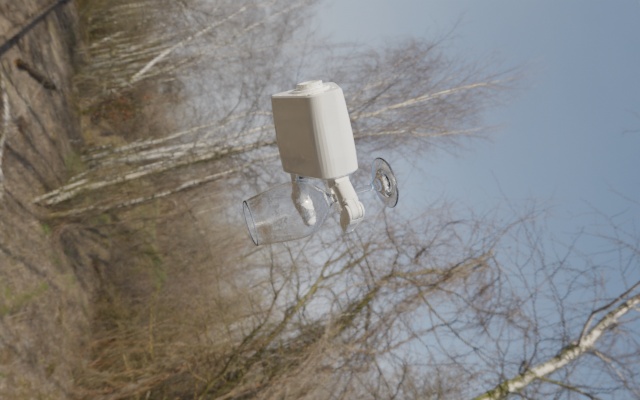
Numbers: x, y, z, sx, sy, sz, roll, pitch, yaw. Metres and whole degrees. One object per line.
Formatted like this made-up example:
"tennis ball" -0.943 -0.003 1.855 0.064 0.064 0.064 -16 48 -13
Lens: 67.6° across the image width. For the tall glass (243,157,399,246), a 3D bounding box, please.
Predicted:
"tall glass" 0.001 0.002 0.645 0.201 0.079 0.079 -17 5 -17
